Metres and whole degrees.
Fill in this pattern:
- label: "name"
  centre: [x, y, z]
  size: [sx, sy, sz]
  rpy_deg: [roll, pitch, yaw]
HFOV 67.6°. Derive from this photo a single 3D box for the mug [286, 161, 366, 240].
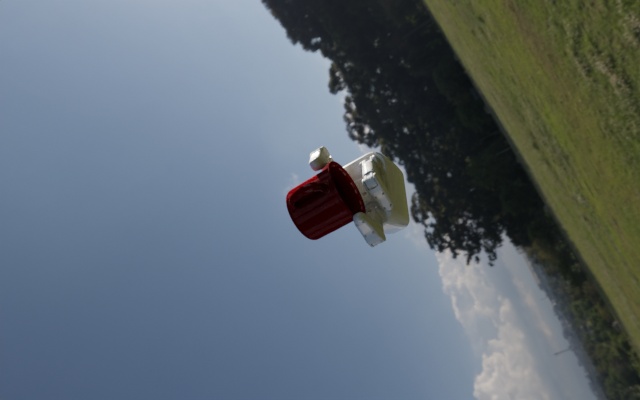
- label: "mug"
  centre: [-0.001, 0.002, 0.662]
  size: [0.081, 0.093, 0.117]
  rpy_deg: [-29, -22, 21]
